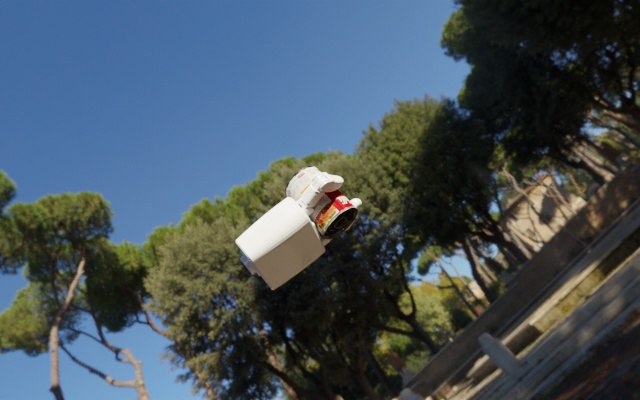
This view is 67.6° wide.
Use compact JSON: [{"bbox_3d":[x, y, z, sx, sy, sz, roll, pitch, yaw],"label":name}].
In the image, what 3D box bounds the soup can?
[{"bbox_3d":[0.000,0.002,0.750,0.102,0.068,0.068,46,24,25],"label":"soup can"}]
